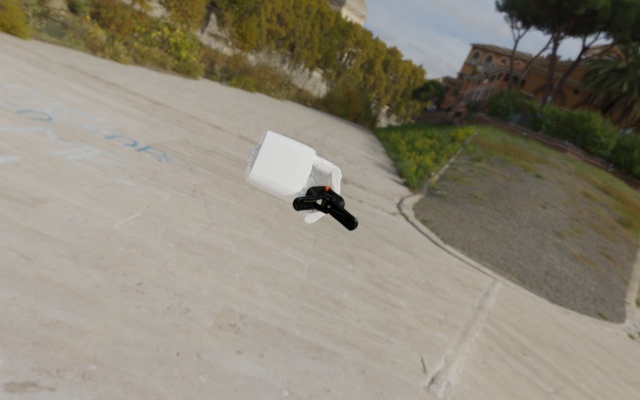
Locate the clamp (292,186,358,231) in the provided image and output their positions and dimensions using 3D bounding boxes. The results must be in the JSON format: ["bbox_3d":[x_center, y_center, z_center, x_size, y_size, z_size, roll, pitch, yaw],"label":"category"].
[{"bbox_3d":[0.000,0.002,0.894,0.120,0.039,0.171,24,11,-15],"label":"clamp"}]
